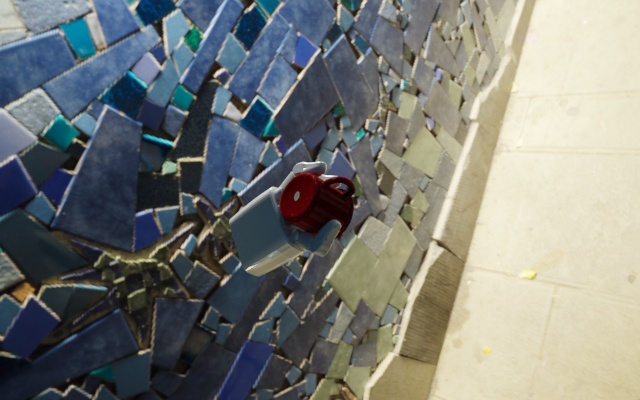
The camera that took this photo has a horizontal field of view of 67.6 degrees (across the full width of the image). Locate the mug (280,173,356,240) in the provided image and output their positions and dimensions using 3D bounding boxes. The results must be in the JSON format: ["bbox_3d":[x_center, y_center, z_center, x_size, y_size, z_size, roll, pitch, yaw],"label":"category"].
[{"bbox_3d":[0.001,0.002,0.738,0.117,0.093,0.081,-34,-42,26],"label":"mug"}]
